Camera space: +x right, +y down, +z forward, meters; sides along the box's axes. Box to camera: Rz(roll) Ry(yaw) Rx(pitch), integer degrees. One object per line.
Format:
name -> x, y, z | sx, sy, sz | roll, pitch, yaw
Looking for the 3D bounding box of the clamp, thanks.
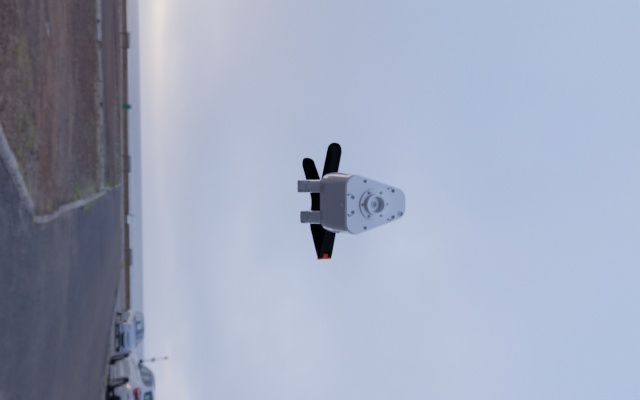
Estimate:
clamp -> 0.001, 0.003, 0.895 | 0.036, 0.210, 0.164 | -1, 2, -19
